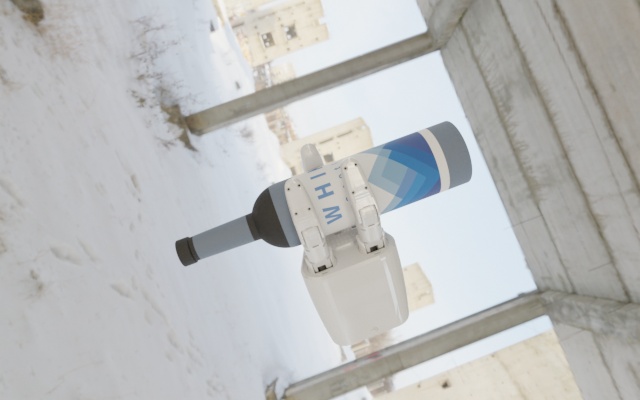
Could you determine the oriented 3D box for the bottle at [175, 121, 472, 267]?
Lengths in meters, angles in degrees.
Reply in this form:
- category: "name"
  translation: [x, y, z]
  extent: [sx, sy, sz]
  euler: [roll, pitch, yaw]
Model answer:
- category: "bottle"
  translation: [0.000, 0.001, 0.477]
  extent: [0.296, 0.069, 0.069]
  euler: [-20, 1, -3]
